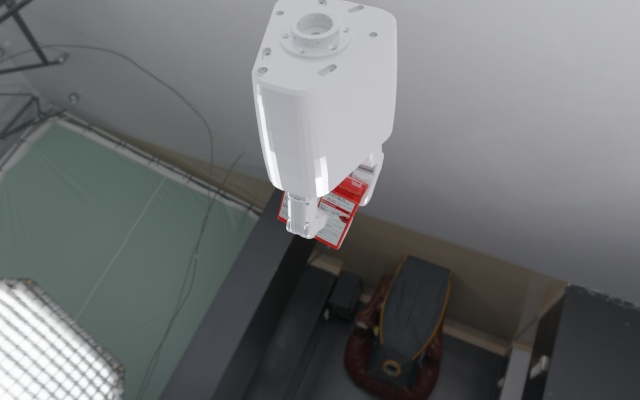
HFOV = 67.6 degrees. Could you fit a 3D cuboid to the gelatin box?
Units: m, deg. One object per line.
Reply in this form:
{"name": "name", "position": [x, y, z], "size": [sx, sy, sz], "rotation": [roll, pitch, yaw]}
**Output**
{"name": "gelatin box", "position": [0.000, 0.002, 0.476], "size": [0.073, 0.030, 0.089], "rotation": [27, -37, 6]}
